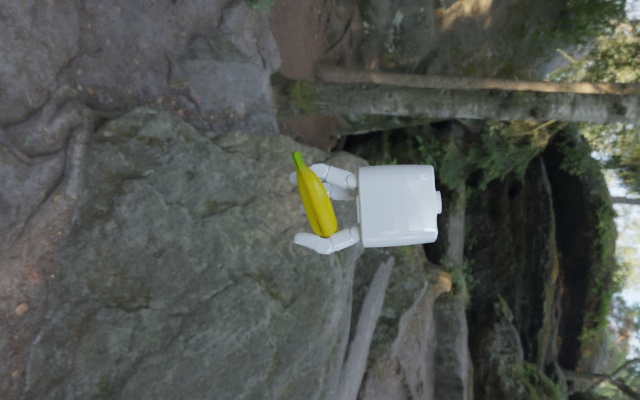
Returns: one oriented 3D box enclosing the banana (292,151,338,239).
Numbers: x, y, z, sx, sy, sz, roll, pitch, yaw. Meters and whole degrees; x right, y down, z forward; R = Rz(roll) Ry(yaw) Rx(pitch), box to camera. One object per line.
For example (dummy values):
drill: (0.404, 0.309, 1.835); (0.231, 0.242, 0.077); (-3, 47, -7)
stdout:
banana: (0.001, 0.015, 0.688); (0.037, 0.069, 0.198); (-11, -38, 6)
